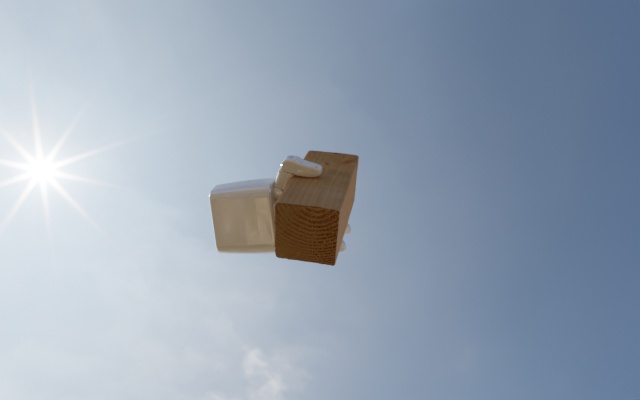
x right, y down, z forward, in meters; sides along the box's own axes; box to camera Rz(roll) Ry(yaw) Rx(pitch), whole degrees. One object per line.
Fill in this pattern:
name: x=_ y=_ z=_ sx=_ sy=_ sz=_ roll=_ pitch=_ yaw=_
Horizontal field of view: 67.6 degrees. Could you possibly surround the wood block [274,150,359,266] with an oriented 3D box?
wood block: x=0.000 y=0.002 z=0.741 sx=0.090 sy=0.091 sz=0.206 roll=7 pitch=27 yaw=9
